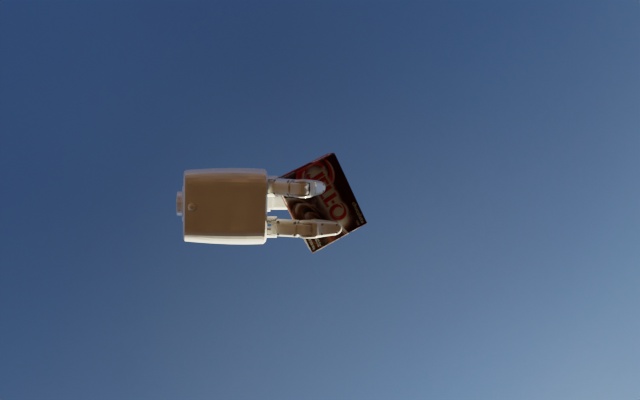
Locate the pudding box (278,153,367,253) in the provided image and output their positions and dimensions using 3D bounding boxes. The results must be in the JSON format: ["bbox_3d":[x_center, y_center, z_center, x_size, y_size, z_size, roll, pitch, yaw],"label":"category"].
[{"bbox_3d":[0.000,0.002,0.666,0.090,0.113,0.039,-28,12,-10],"label":"pudding box"}]
